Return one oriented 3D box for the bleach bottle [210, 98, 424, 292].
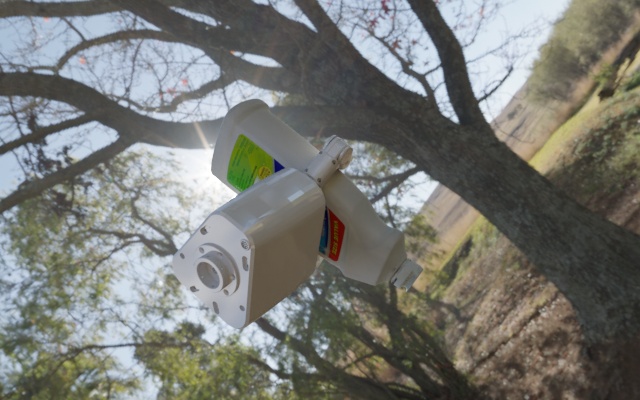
[{"bbox_3d":[0.000,0.002,0.502,0.251,0.103,0.068,37,37,14],"label":"bleach bottle"}]
